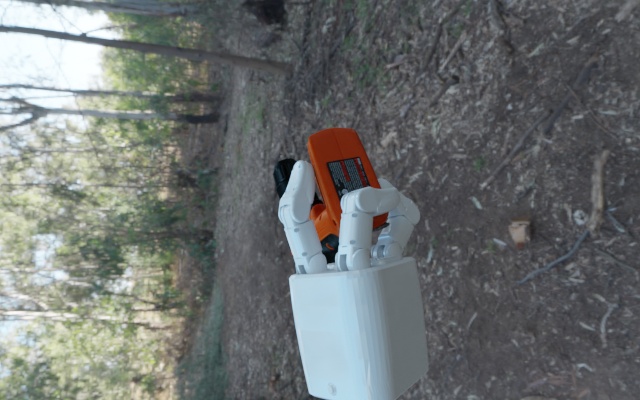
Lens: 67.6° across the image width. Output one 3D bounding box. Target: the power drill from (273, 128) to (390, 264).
[{"bbox_3d":[0.000,0.002,0.520,0.057,0.184,0.188,-15,-20,-19],"label":"power drill"}]
